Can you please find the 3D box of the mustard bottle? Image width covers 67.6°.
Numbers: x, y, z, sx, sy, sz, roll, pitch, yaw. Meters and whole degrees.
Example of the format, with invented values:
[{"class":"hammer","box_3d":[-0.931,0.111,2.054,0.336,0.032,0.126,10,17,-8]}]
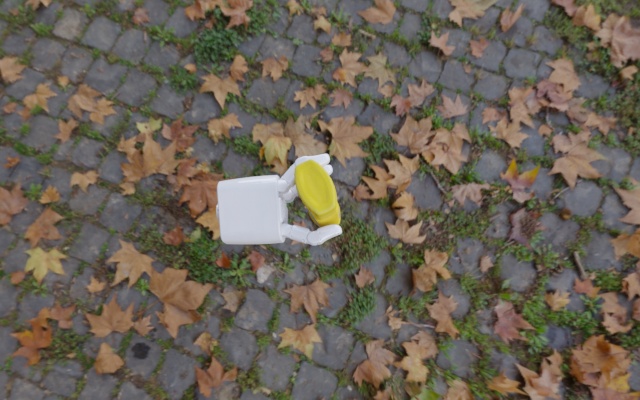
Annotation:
[{"class":"mustard bottle","box_3d":[0.000,0.003,0.841,0.058,0.096,0.192,-27,-17,-2]}]
